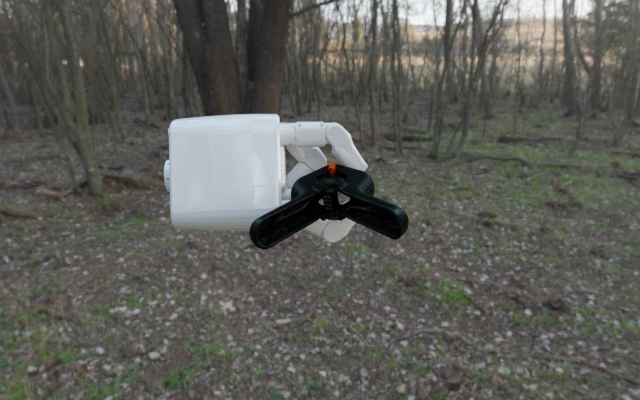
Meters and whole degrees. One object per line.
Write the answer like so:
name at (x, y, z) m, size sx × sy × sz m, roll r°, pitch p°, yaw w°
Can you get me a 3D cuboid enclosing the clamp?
clamp at (0.000, 0.001, 0.425) m, size 0.120 × 0.039 × 0.171 m, roll -2°, pitch 15°, yaw -5°
